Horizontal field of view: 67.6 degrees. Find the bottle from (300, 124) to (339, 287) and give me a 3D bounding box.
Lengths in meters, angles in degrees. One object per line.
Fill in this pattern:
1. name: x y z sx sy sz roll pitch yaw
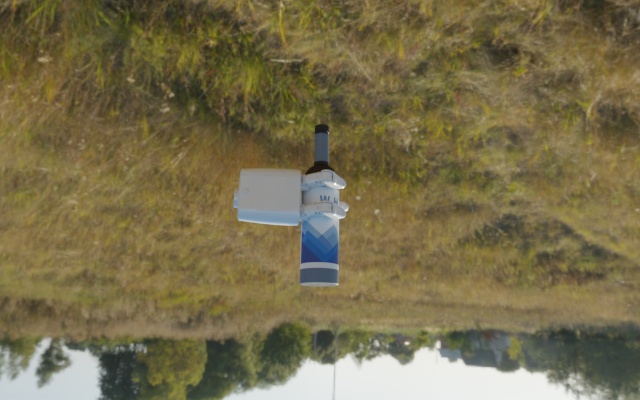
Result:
1. bottle: 0.000 0.003 0.858 0.069 0.295 0.069 1 -16 0
